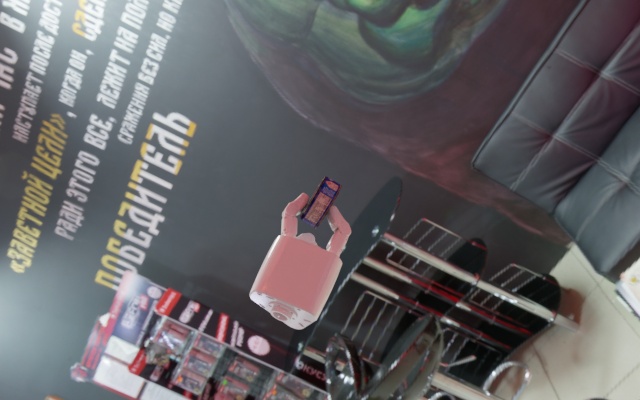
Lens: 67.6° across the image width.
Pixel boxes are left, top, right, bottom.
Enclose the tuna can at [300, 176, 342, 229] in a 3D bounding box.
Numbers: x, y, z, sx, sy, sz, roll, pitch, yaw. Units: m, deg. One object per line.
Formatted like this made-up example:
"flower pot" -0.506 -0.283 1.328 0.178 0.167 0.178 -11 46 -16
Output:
"tuna can" 0.000 0.002 0.803 0.034 0.086 0.086 31 -2 -3
